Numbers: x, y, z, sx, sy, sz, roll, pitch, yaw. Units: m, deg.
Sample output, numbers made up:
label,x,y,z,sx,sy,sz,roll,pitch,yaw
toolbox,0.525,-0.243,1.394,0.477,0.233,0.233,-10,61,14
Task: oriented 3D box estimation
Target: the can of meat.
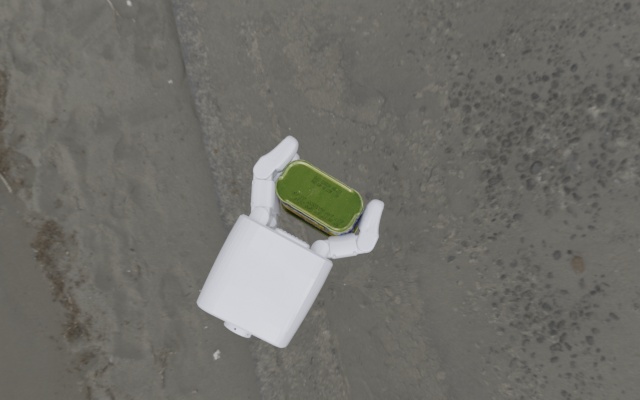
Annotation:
label,x,y,z,sx,sy,sz,roll,pitch,yaw
can of meat,0.000,0.002,0.548,0.102,0.057,0.084,31,-7,8
